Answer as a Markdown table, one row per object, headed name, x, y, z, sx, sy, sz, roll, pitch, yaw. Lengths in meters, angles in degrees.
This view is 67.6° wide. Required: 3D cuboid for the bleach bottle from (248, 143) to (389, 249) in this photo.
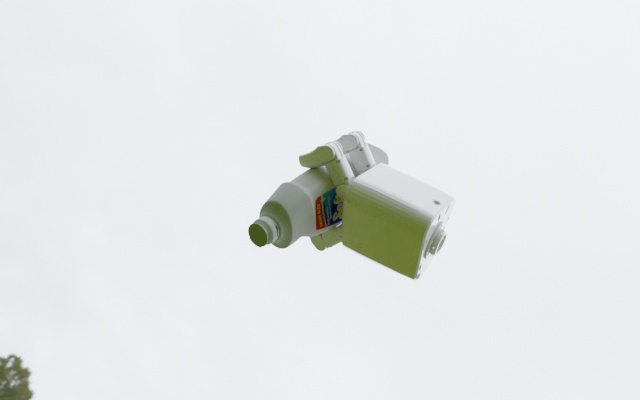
| name | x | y | z | sx | sy | sz | roll | pitch | yaw |
| --- | --- | --- | --- | --- | --- | --- | --- | --- | --- |
| bleach bottle | 0.000 | 0.002 | 0.615 | 0.068 | 0.103 | 0.250 | 27 | 34 | 24 |
